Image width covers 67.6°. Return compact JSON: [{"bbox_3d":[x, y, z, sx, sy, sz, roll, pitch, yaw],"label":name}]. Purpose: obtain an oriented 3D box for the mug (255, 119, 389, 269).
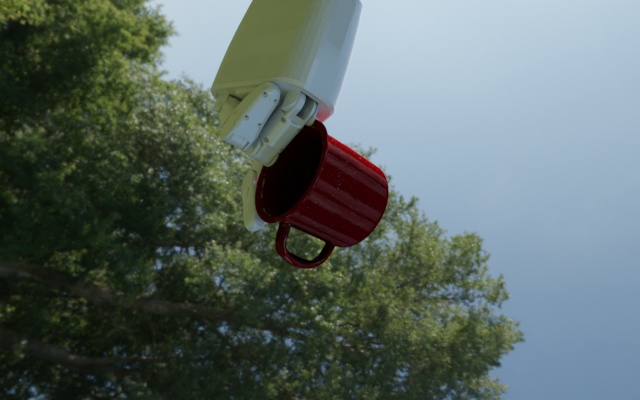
[{"bbox_3d":[0.000,0.003,0.406,0.081,0.117,0.093,28,-17,-33],"label":"mug"}]
